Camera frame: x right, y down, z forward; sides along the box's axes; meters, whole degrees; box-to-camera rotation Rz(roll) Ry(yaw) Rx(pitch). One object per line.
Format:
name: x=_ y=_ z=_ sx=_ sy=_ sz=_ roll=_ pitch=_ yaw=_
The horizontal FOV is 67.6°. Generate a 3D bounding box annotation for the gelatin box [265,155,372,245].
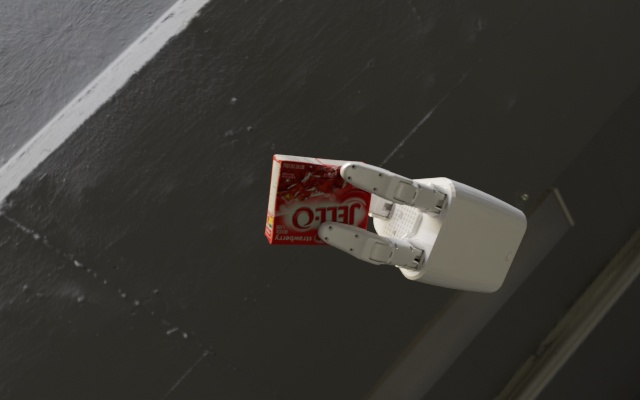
gelatin box: x=0.000 y=0.001 z=0.419 sx=0.089 sy=0.073 sz=0.030 roll=3 pitch=14 yaw=-20
